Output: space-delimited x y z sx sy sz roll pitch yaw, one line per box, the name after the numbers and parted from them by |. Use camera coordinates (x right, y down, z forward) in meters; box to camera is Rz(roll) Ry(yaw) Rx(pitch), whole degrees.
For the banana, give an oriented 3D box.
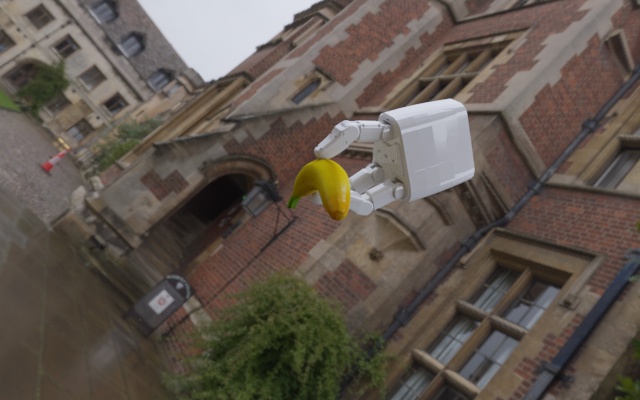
0.002 -0.017 0.569 0.037 0.069 0.198 10 -1 -16 | banana
